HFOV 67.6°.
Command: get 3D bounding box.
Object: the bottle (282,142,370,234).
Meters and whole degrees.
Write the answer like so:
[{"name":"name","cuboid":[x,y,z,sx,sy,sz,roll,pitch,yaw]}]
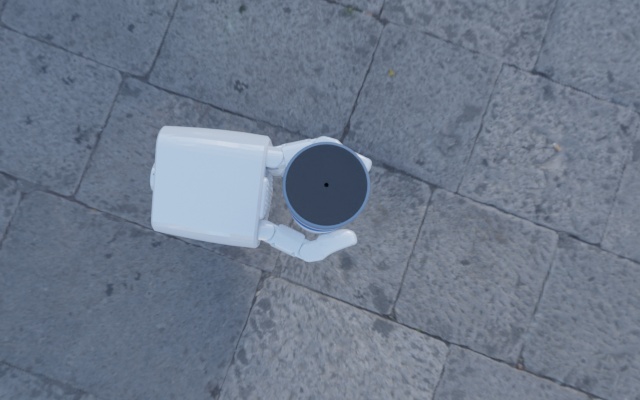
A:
[{"name":"bottle","cuboid":[0.000,0.002,0.504,0.069,0.069,0.296,0,-5,-2]}]
